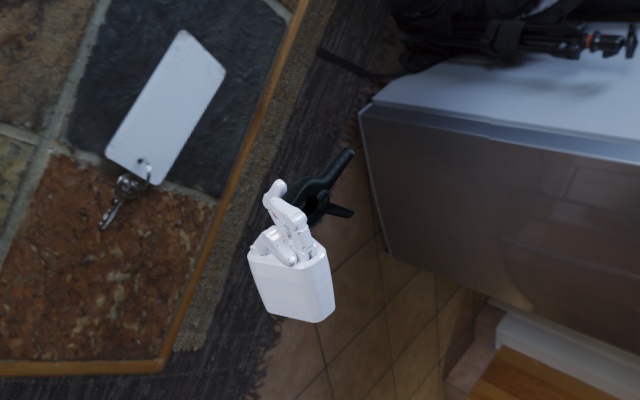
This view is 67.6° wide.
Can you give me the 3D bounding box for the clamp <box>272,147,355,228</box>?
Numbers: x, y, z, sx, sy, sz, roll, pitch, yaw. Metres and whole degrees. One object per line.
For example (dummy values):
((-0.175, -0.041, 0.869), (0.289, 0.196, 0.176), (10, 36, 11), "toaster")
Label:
((0.000, 0.002, 0.732), (0.039, 0.120, 0.171), (14, 37, 44), "clamp")
